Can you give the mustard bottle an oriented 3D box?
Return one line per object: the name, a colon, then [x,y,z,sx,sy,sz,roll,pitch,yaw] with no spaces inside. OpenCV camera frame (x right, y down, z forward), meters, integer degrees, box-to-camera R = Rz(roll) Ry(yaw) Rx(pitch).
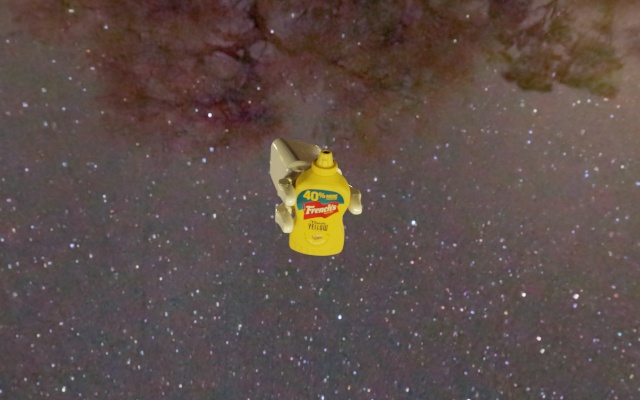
mustard bottle: [0.000,0.003,0.805,0.096,0.192,0.058,6,33,0]
